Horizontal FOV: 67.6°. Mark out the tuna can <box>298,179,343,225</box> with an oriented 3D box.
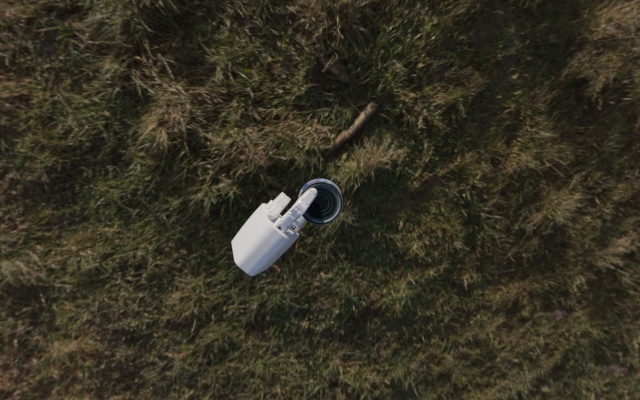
[{"bbox_3d":[0.000,0.003,0.898,0.086,0.086,0.033,0,8,-1],"label":"tuna can"}]
